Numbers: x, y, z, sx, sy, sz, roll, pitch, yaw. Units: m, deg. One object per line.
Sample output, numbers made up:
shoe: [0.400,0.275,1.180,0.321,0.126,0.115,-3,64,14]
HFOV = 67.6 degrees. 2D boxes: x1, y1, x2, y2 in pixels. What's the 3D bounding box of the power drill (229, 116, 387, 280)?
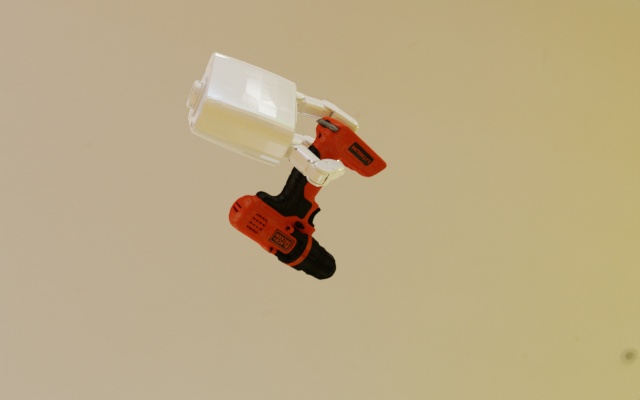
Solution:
power drill: [0.000,0.002,0.620,0.184,0.187,0.057,39,-1,-38]
